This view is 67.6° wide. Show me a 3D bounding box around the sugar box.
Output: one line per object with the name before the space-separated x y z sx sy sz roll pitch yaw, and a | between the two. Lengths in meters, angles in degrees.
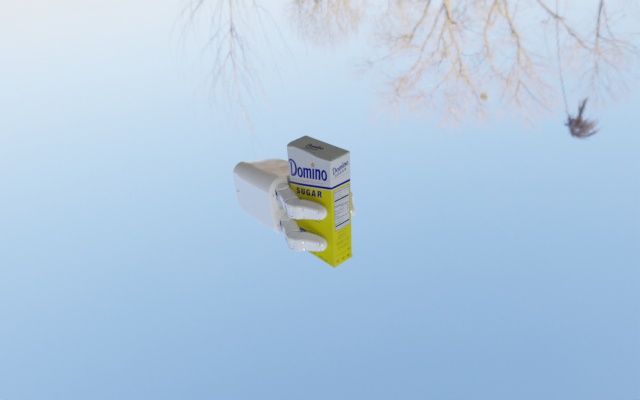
sugar box | 0.000 0.003 0.694 0.048 0.176 0.093 -30 38 -33
